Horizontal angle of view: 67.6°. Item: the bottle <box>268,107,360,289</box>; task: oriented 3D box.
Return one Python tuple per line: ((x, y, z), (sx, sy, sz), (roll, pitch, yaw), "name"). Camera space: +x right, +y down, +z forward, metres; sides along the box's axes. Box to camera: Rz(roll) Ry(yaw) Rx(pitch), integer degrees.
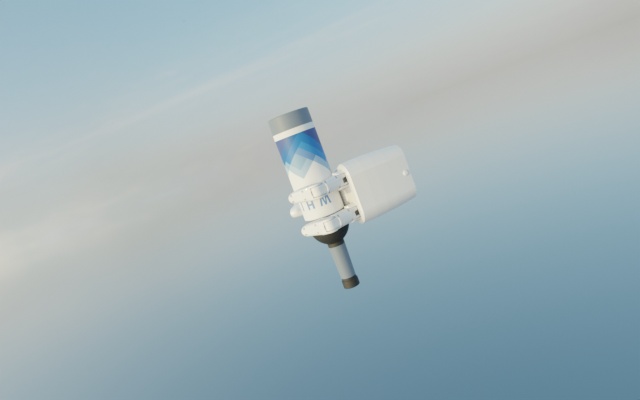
((0.000, 0.002, 0.761), (0.069, 0.296, 0.069), (-20, 7, 3), "bottle")
